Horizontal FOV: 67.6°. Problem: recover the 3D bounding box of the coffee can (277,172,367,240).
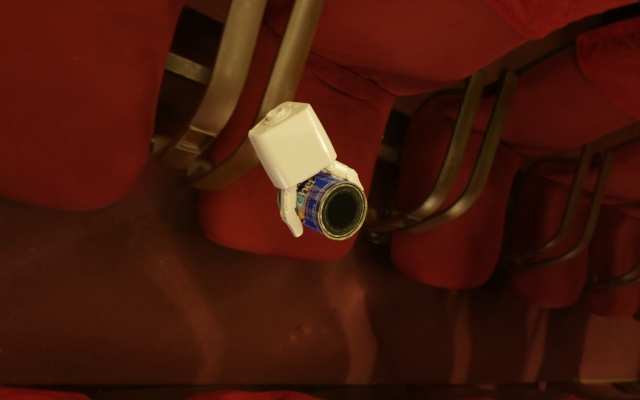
[{"bbox_3d":[0.000,0.003,0.858,0.103,0.103,0.140,0,13,-35],"label":"coffee can"}]
